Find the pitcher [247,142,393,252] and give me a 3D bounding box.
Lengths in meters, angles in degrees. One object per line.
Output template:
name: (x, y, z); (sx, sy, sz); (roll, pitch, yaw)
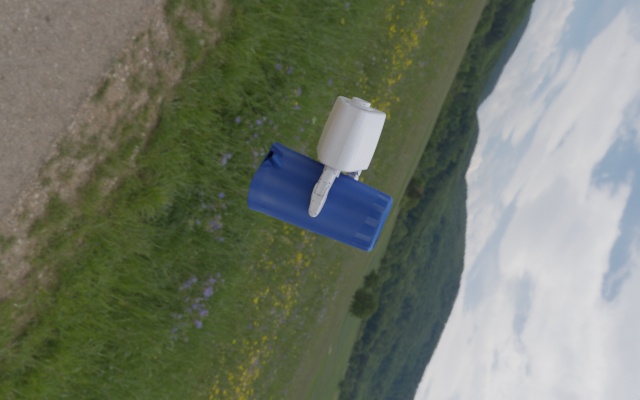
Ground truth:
pitcher: (0.000, 0.003, 0.873); (0.243, 0.145, 0.149); (23, 16, 8)
